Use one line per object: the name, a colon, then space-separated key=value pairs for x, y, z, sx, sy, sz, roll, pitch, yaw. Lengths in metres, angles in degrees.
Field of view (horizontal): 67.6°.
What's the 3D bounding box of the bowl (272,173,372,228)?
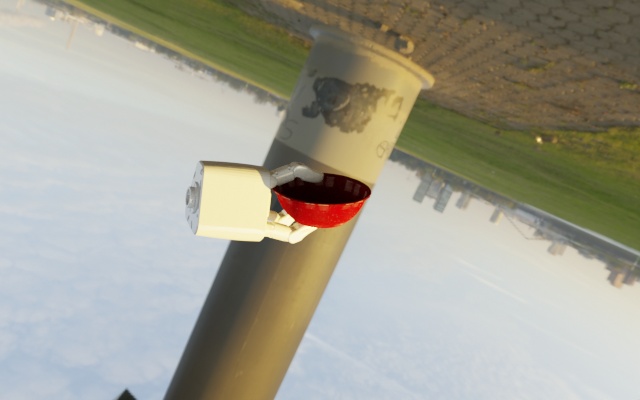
bowl: x=0.001 y=0.003 z=0.779 sx=0.162 sy=0.055 sz=0.162 roll=3 pitch=20 yaw=-1
